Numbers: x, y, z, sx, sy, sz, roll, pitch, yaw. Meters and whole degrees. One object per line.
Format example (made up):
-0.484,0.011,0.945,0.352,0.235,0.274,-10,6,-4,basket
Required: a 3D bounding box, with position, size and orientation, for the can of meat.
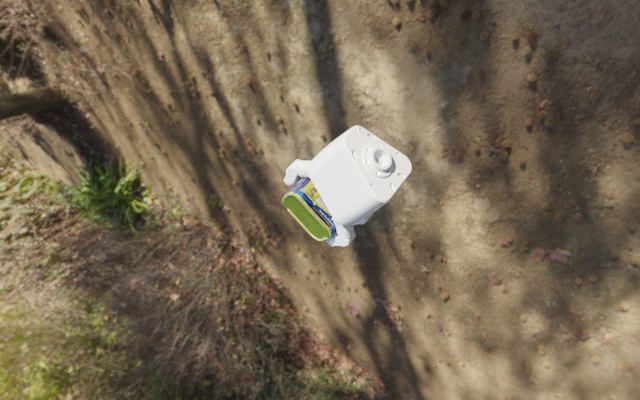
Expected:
0.000,0.003,0.768,0.084,0.102,0.057,-48,10,-33,can of meat
